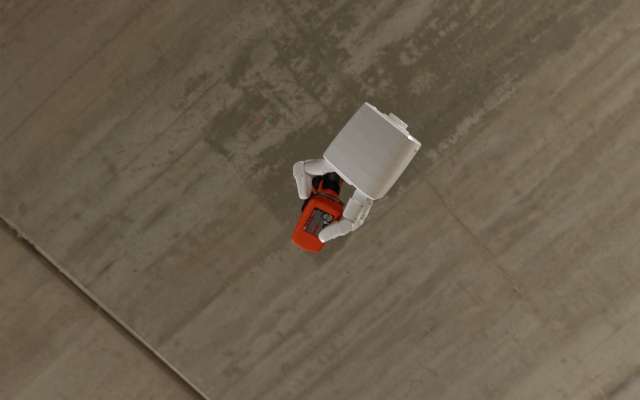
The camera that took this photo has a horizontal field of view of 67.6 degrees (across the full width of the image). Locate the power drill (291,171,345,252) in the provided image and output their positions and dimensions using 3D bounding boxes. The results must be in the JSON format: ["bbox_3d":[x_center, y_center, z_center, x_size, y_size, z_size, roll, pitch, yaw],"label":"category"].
[{"bbox_3d":[0.000,0.003,0.828,0.057,0.184,0.187,23,34,-6],"label":"power drill"}]
